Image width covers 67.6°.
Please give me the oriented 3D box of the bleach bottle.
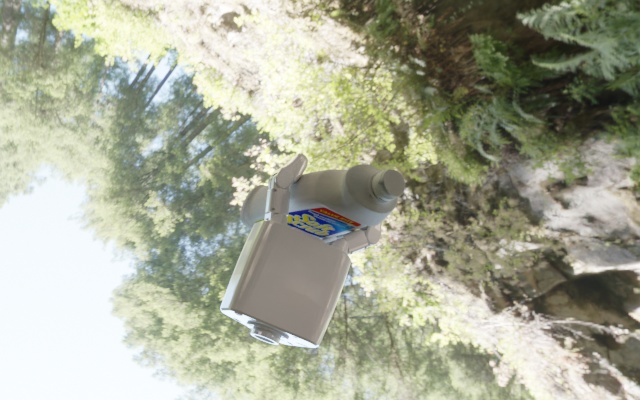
[{"bbox_3d":[0.000,0.002,0.578,0.102,0.068,0.251,34,-27,-23],"label":"bleach bottle"}]
